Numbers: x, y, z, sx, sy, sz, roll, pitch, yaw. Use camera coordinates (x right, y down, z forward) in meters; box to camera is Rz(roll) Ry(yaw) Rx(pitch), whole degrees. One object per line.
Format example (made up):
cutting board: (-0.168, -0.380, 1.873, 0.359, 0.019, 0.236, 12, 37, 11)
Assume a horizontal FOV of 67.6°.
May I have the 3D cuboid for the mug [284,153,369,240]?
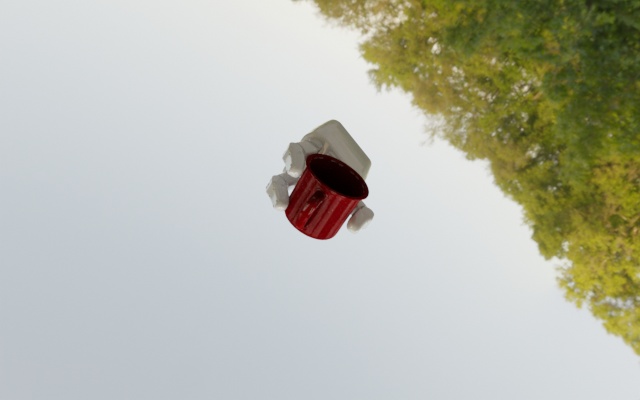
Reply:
mug: (0.000, 0.003, 0.619, 0.093, 0.081, 0.117, 35, 29, 4)
